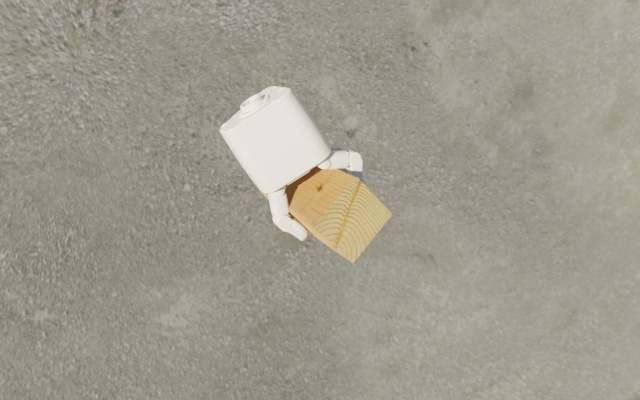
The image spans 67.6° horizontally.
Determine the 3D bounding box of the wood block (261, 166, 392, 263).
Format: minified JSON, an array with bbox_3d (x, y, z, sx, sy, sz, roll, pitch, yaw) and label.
[{"bbox_3d":[0.000,0.002,0.728,0.090,0.091,0.206,44,-7,-29],"label":"wood block"}]
